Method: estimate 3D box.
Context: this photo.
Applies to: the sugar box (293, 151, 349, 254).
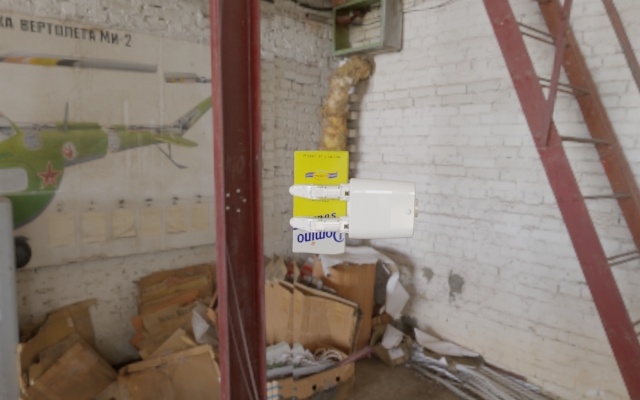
[{"bbox_3d":[0.000,0.003,0.823,0.093,0.176,0.048,1,7,3],"label":"sugar box"}]
